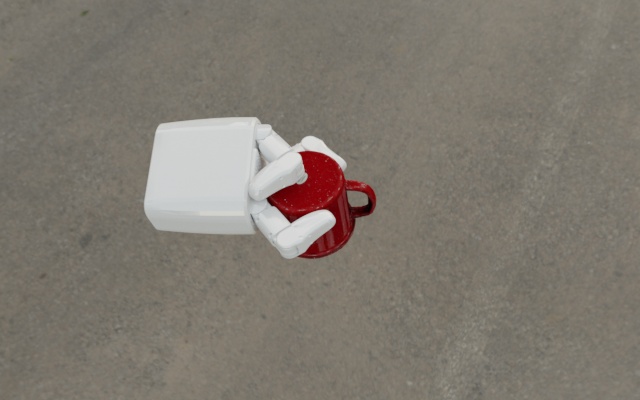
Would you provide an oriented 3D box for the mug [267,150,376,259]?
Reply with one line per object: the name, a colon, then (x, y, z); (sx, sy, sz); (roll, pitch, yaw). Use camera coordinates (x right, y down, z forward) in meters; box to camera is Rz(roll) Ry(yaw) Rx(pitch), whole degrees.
mug: (0.001, 0.002, 0.504); (0.117, 0.093, 0.082); (-2, -35, 8)
